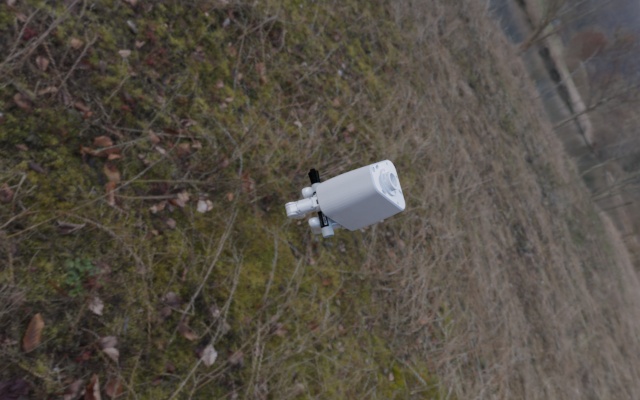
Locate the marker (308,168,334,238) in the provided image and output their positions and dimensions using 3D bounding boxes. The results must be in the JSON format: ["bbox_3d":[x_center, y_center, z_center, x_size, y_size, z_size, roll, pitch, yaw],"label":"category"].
[{"bbox_3d":[0.000,0.003,0.812,0.020,0.121,0.020,-13,-14,-3],"label":"marker"}]
